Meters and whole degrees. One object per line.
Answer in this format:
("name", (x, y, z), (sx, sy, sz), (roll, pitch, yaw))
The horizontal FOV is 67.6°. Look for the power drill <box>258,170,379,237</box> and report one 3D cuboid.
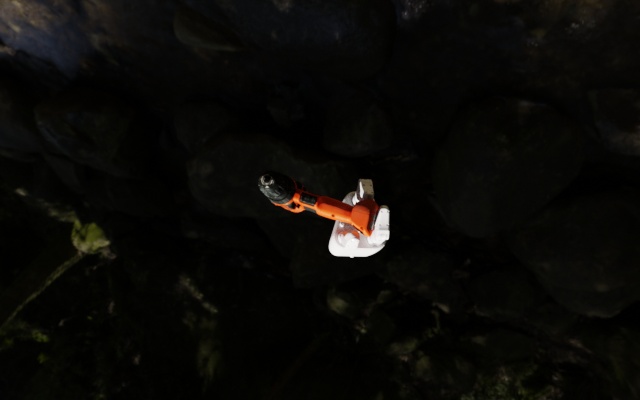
("power drill", (0.001, 0.003, 0.807), (0.187, 0.057, 0.184), (18, -4, 16))
